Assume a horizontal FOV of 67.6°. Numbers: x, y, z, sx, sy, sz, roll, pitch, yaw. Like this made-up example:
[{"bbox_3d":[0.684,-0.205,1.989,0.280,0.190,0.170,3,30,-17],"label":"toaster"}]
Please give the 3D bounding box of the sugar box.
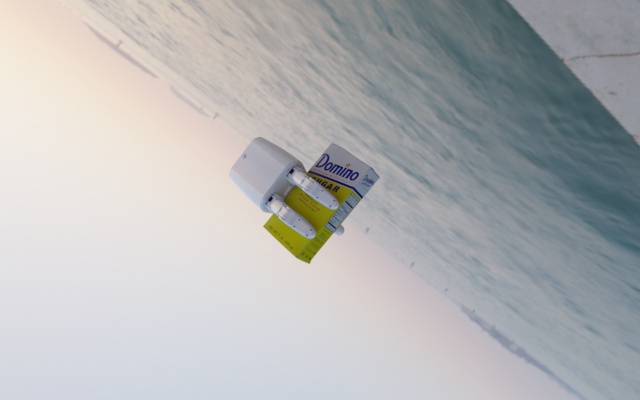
[{"bbox_3d":[0.000,0.002,0.744,0.093,0.176,0.048,38,0,36],"label":"sugar box"}]
